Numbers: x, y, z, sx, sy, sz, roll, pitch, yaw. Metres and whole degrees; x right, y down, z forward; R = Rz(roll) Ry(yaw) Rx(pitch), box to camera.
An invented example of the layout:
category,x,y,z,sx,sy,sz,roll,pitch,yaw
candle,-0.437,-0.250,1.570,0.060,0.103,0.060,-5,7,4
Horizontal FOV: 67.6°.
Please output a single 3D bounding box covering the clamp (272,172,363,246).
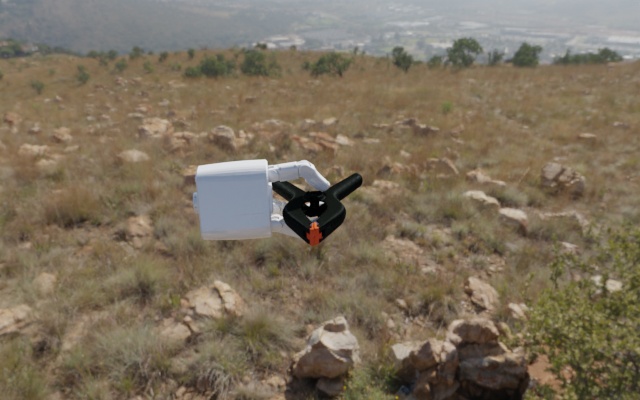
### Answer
category,x,y,z,sx,sy,sz,roll,pitch,yaw
clamp,0.000,0.002,0.743,0.164,0.036,0.210,-4,27,-6
